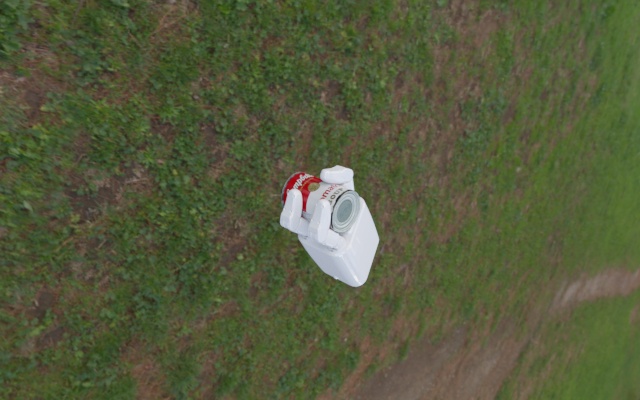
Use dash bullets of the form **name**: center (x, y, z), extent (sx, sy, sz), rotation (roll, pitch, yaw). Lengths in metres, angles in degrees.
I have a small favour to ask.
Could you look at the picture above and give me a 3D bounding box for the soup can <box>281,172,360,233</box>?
- **soup can**: center (0.000, 0.002, 0.719), extent (0.102, 0.068, 0.068), rotation (21, 13, 37)
